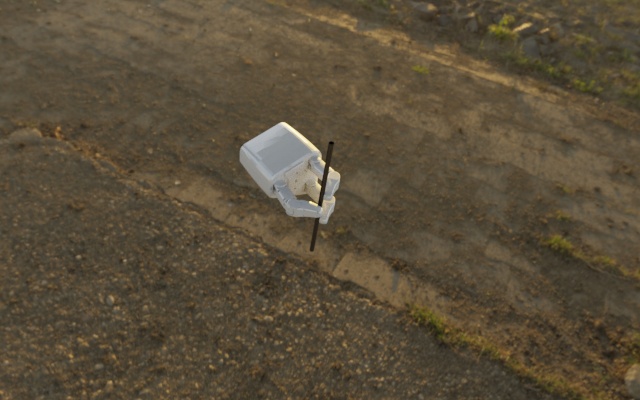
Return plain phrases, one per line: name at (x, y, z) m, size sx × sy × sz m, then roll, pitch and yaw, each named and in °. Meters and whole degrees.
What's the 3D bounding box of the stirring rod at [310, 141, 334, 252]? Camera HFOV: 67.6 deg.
stirring rod at (0.000, 0.003, 0.781) m, size 0.011 × 0.240 × 0.011 m, roll 6°, pitch 43°, yaw -5°
